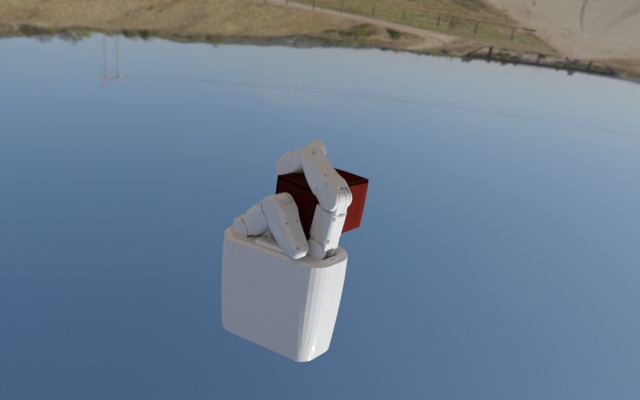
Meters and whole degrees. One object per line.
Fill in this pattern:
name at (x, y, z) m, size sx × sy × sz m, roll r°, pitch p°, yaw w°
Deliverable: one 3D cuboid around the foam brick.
foam brick at (0.000, 0.001, 0.462) m, size 0.053 × 0.051 × 0.078 m, roll 23°, pitch 25°, yaw 38°
